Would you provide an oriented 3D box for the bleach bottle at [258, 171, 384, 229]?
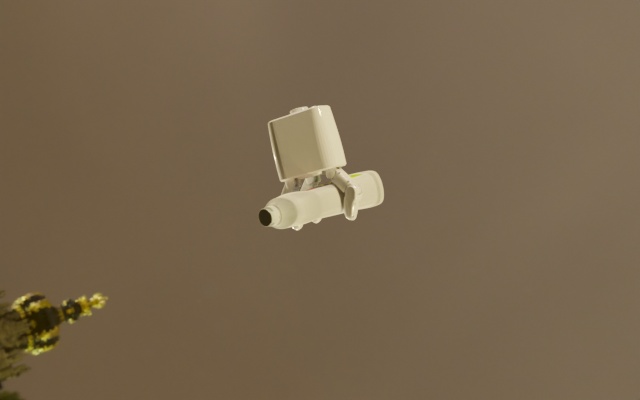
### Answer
[{"bbox_3d":[0.000,0.003,0.809,0.102,0.068,0.251,-11,3,40],"label":"bleach bottle"}]
